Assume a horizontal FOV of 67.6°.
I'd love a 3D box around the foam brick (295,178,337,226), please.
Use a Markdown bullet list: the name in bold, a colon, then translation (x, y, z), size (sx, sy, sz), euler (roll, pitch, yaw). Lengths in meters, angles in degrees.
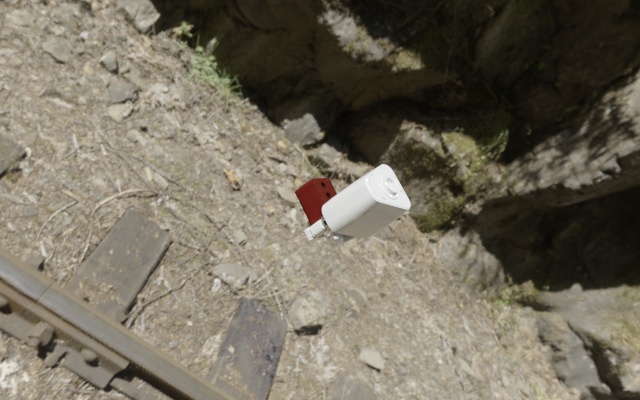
- **foam brick**: translation (0.000, 0.003, 0.879), size (0.051, 0.078, 0.053), euler (-38, -19, 36)
